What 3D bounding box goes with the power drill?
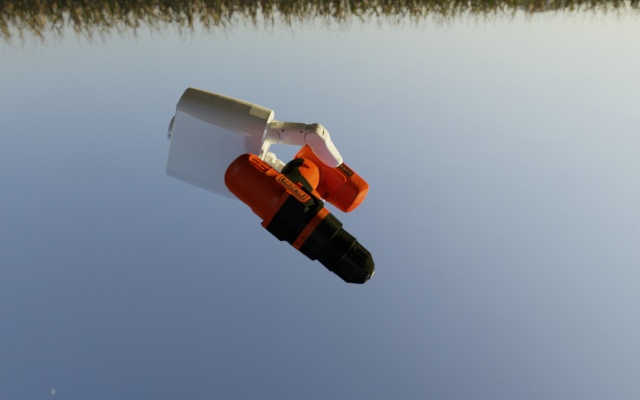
[{"bbox_3d":[0.000,0.002,0.553,0.184,0.057,0.187,40,22,3],"label":"power drill"}]
